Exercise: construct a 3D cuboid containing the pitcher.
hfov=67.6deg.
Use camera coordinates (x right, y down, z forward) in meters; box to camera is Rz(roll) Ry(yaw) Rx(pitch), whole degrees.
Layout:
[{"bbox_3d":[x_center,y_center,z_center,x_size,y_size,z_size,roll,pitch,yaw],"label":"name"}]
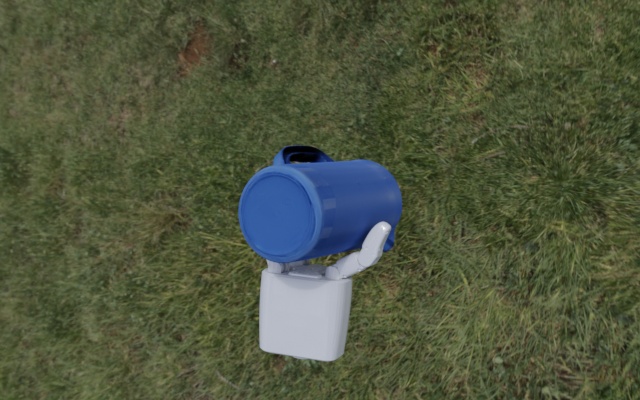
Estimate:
[{"bbox_3d":[0.000,0.002,0.618,0.149,0.145,0.243,8,6,27],"label":"pitcher"}]
